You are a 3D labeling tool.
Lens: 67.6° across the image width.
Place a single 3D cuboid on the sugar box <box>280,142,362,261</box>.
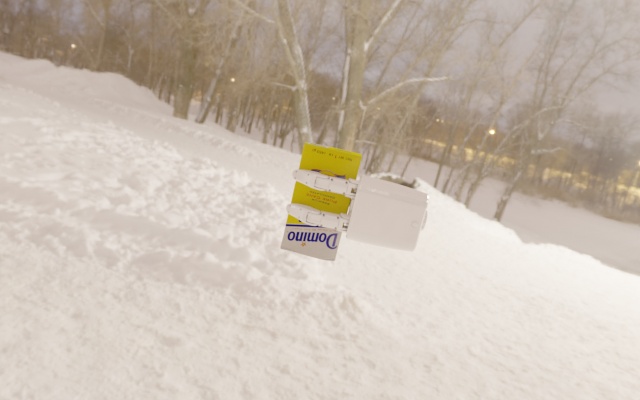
[{"bbox_3d":[0.000,0.003,0.759,0.093,0.176,0.048,13,11,2],"label":"sugar box"}]
